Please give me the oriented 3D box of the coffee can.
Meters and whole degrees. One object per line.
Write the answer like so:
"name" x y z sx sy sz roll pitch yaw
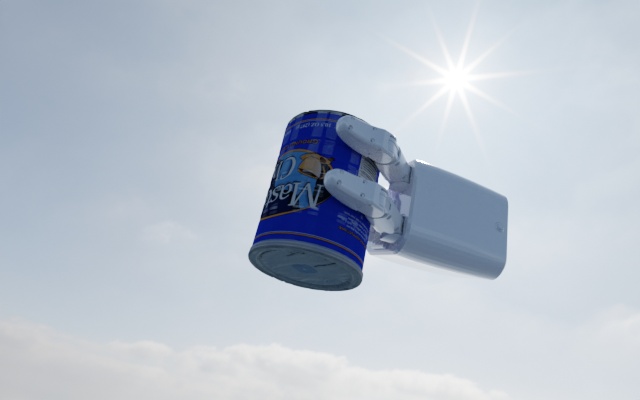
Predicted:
"coffee can" 0.000 0.002 0.450 0.103 0.140 0.103 11 -27 5
